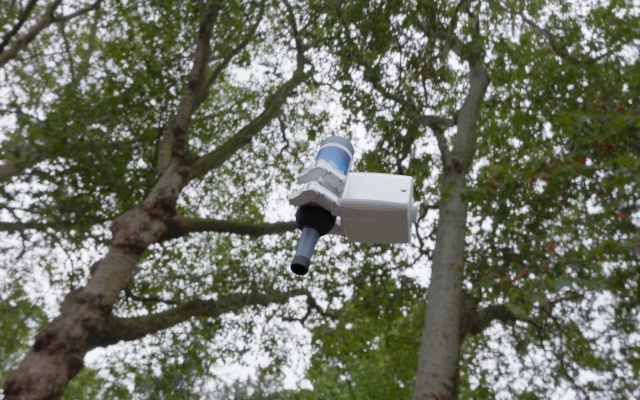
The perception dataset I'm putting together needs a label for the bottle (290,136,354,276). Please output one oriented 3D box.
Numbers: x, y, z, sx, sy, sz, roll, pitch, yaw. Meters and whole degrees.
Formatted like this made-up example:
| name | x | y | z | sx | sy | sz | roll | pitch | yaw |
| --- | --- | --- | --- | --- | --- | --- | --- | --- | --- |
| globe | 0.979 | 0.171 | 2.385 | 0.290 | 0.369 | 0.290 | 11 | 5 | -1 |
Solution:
| name | x | y | z | sx | sy | sz | roll | pitch | yaw |
| --- | --- | --- | --- | --- | --- | --- | --- | --- | --- |
| bottle | 0.000 | 0.002 | 0.800 | 0.069 | 0.069 | 0.295 | 0 | 42 | 17 |
